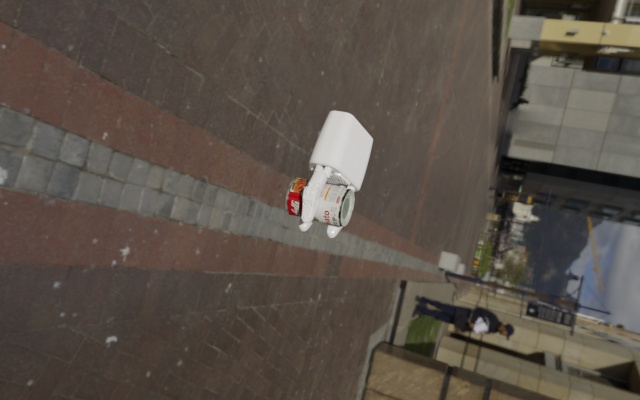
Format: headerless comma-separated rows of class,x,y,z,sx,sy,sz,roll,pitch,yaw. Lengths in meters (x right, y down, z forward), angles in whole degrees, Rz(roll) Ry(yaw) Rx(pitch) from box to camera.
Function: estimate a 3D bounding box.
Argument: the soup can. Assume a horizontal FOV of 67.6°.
soup can,0.000,0.003,0.824,0.102,0.068,0.068,13,4,20
